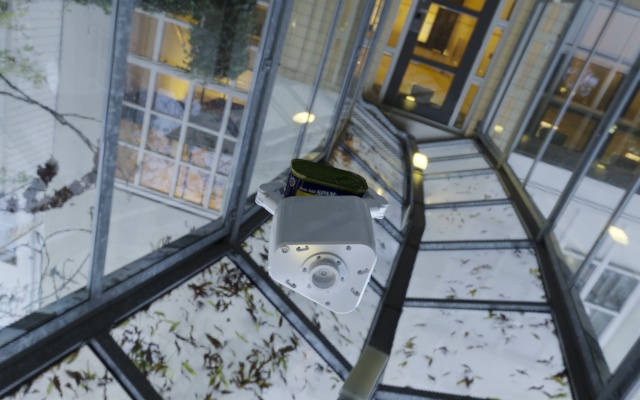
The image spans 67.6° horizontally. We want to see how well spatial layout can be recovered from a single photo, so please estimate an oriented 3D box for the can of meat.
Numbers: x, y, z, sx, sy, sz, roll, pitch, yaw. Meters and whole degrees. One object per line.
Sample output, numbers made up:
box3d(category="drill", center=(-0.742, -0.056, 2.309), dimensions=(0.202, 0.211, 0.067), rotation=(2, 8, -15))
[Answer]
box3d(category="can of meat", center=(0.000, 0.002, 0.622), dimensions=(0.102, 0.084, 0.057), rotation=(13, 24, -11))
